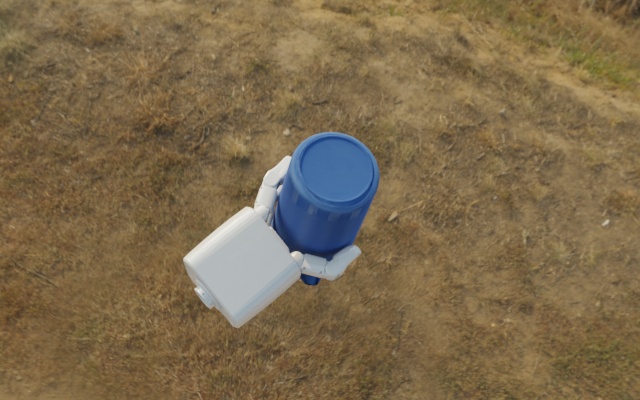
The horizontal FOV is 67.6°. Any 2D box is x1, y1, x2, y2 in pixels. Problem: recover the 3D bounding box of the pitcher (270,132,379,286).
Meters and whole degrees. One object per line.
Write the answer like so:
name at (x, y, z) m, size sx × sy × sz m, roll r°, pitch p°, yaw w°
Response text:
pitcher at (0.000, 0.002, 0.663) m, size 0.145 × 0.149 × 0.243 m, roll -39°, pitch -13°, yaw -23°
